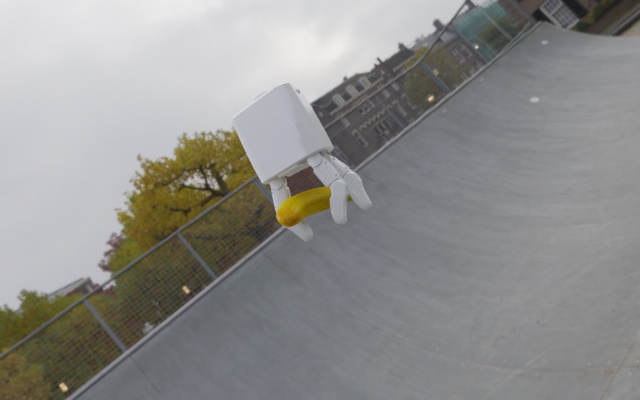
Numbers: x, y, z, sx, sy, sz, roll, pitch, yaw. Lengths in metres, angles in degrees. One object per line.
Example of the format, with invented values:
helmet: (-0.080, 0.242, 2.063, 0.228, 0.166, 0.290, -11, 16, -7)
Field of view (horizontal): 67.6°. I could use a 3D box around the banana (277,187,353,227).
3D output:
banana: (-0.013, 0.005, 0.678, 0.069, 0.037, 0.198, -12, 5, 35)
